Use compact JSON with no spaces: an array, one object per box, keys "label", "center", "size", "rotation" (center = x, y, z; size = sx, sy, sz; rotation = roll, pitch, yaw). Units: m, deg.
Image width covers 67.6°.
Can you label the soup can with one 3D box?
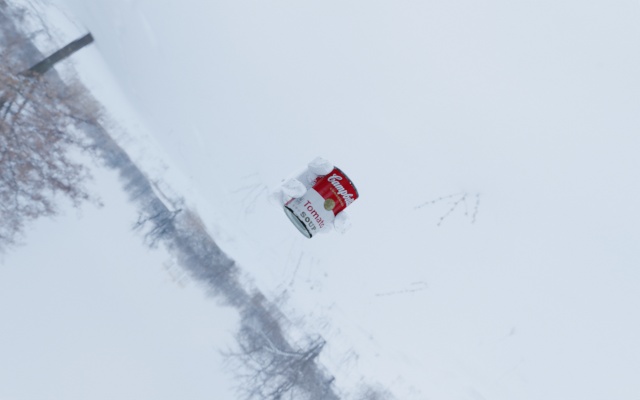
[{"label":"soup can","center":[0.000,0.003,0.742],"size":[0.102,0.068,0.068],"rotation":[-40,11,-13]}]
